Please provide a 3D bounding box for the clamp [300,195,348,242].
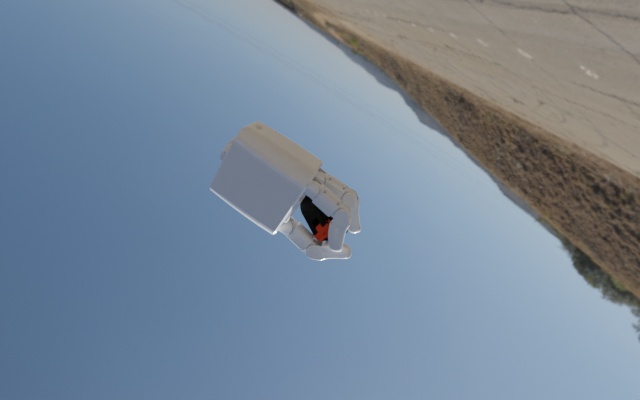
[{"bbox_3d":[0.000,0.003,0.691,0.120,0.039,0.171,35,17,-3],"label":"clamp"}]
